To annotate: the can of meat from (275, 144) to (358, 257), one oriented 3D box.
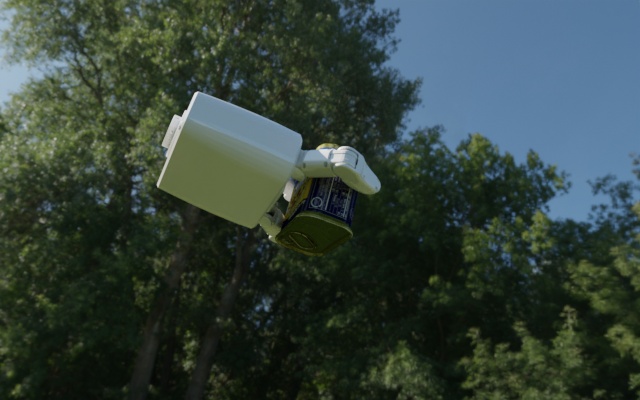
[{"bbox_3d":[0.000,0.001,0.491,0.057,0.084,0.102,21,-27,-14],"label":"can of meat"}]
